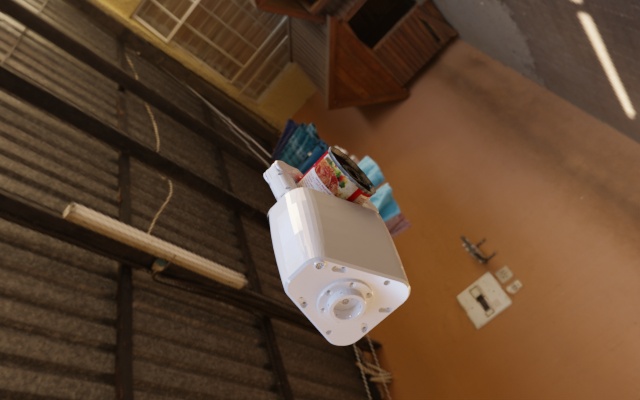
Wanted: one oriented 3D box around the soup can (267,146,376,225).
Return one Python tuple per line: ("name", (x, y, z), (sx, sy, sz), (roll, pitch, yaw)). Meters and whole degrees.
("soup can", (0.000, 0.002, 0.514), (0.102, 0.068, 0.068), (-45, -16, 17))
